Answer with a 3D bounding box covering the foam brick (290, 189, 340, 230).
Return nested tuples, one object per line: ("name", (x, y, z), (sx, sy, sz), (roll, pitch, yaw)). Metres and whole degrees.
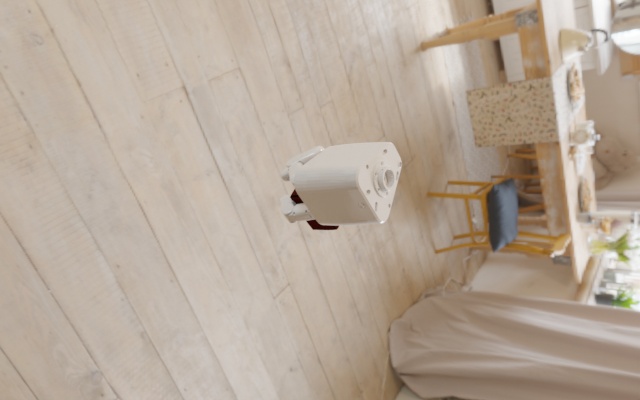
("foam brick", (0.000, 0.003, 0.743), (0.051, 0.053, 0.078), (-3, -46, 39))
